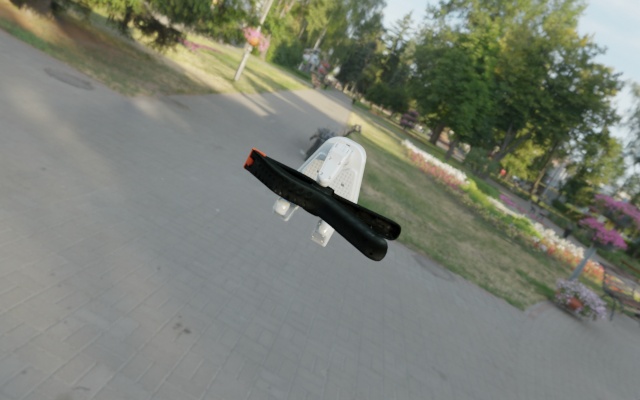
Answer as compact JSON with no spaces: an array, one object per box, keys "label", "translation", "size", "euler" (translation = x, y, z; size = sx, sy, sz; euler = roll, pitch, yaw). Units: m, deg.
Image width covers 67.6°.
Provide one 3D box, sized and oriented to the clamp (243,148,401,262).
[{"label":"clamp","translation":[0.000,0.001,0.551],"size":[0.210,0.036,0.164],"euler":[30,9,4]}]
